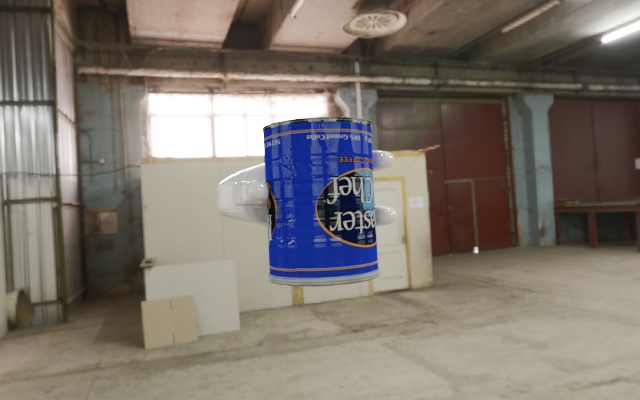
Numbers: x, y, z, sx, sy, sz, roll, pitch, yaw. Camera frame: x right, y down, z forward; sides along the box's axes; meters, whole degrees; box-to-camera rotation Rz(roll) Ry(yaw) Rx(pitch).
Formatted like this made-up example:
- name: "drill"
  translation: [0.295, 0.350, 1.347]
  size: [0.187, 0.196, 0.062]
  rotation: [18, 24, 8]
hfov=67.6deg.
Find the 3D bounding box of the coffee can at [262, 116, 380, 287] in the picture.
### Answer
- name: "coffee can"
  translation: [0.000, 0.002, 0.443]
  size: [0.103, 0.140, 0.103]
  rotation: [-3, -1, 0]
